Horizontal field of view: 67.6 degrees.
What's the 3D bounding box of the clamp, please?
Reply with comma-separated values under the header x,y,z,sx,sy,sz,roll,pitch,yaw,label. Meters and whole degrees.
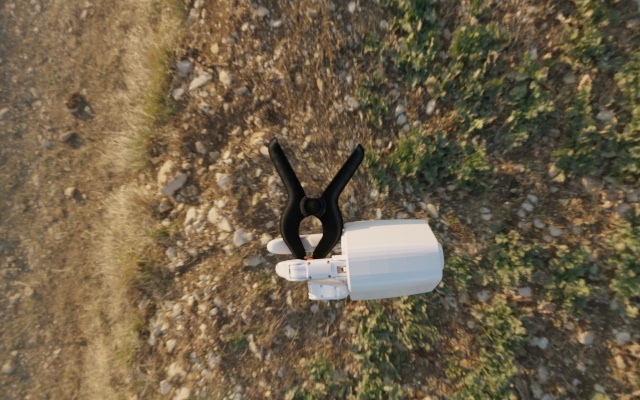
x,y,z,sx,sy,sz,roll,pitch,yaw,label
0.000,0.002,0.594,0.120,0.171,0.039,-5,-2,4,clamp
